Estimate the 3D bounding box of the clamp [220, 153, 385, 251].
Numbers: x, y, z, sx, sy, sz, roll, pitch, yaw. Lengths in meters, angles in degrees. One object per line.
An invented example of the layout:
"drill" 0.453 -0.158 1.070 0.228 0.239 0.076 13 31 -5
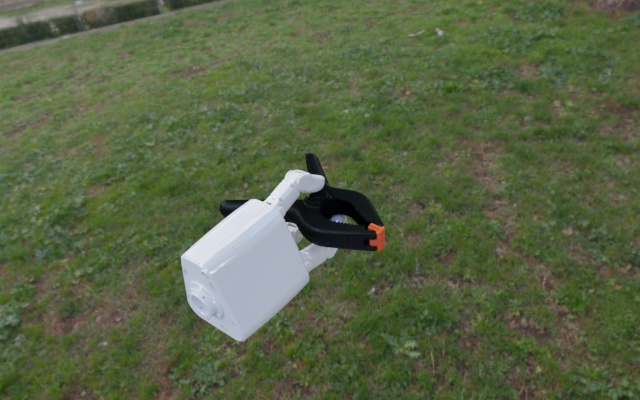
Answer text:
"clamp" 0.000 0.002 0.596 0.210 0.036 0.164 20 44 33
